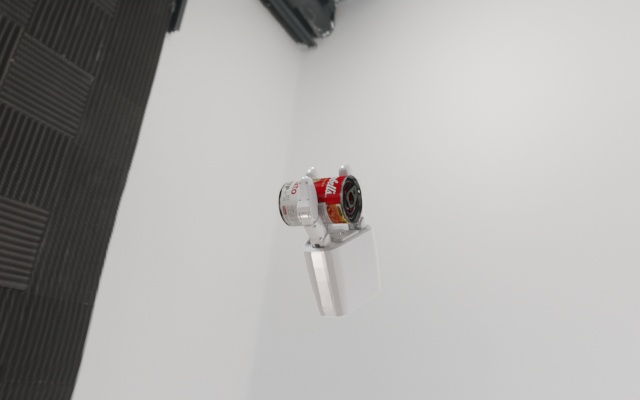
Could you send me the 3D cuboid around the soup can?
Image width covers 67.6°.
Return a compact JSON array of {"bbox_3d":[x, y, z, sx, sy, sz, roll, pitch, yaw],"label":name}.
[{"bbox_3d":[0.000,0.002,0.679,0.102,0.068,0.068,-4,-2,28],"label":"soup can"}]
